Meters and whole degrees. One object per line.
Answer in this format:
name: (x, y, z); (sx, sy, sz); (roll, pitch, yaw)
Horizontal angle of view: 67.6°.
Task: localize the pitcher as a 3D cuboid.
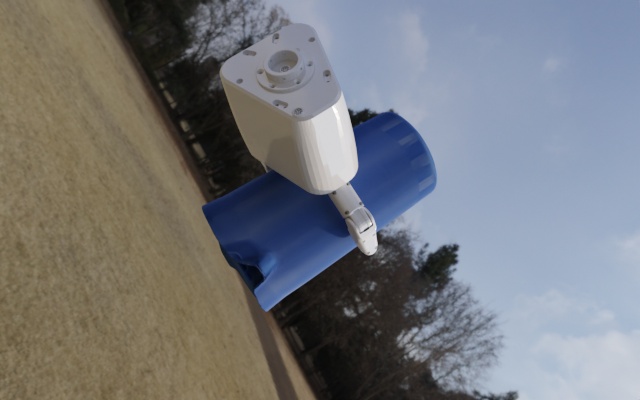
pitcher: (0.000, 0.002, 0.542); (0.243, 0.149, 0.145); (-31, -30, -8)
